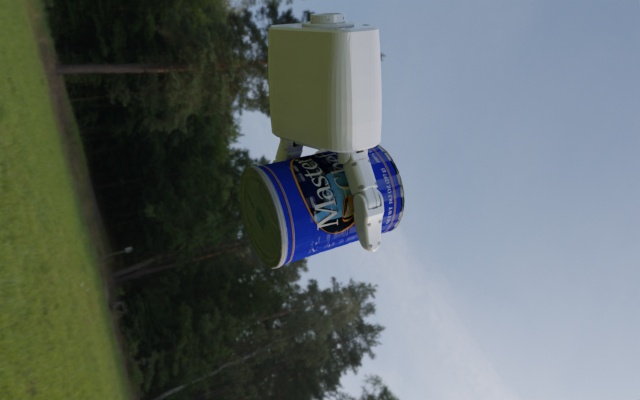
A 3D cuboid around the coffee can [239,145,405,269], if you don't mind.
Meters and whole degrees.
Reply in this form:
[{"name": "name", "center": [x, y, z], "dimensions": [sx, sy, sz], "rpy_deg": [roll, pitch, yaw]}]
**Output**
[{"name": "coffee can", "center": [0.000, 0.002, 0.497], "dimensions": [0.140, 0.103, 0.103], "rpy_deg": [-15, 7, -26]}]
